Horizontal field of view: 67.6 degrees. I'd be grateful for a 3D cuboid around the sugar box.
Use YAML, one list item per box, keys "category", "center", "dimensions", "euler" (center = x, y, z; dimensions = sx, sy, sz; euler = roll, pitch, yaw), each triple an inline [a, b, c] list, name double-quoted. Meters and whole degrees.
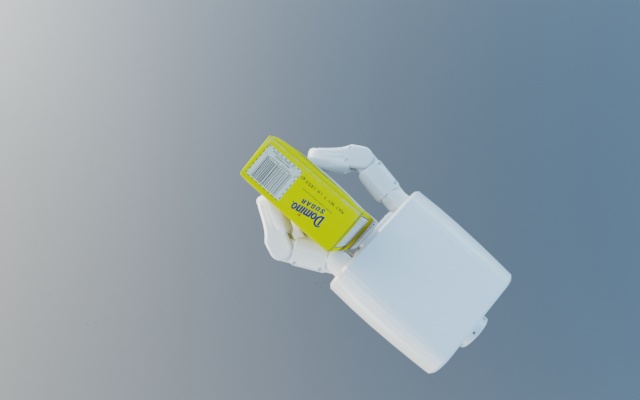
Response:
- category: "sugar box"
  center: [0.000, 0.002, 0.431]
  dimensions: [0.093, 0.048, 0.176]
  euler: [42, 1, 12]
